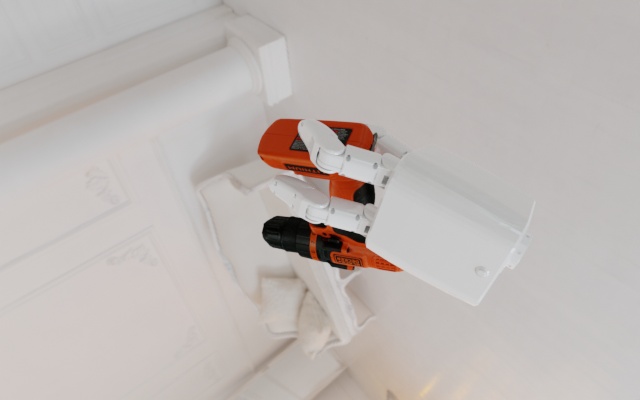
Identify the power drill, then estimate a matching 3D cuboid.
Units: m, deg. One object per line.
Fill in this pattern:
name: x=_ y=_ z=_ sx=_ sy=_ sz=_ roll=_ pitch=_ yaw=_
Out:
power drill: x=0.000 y=0.001 z=0.500 sx=0.184 sy=0.057 sz=0.188 roll=6 pitch=-37 yaw=22
